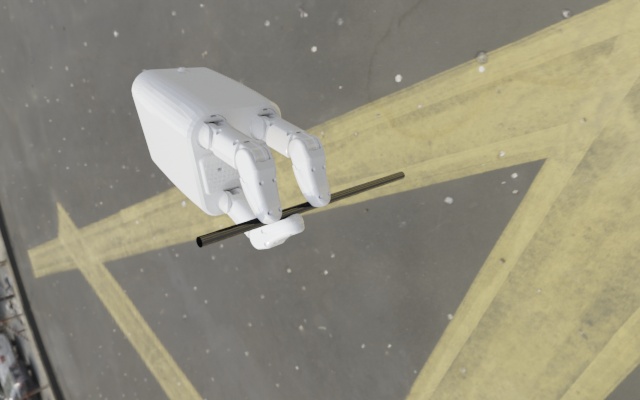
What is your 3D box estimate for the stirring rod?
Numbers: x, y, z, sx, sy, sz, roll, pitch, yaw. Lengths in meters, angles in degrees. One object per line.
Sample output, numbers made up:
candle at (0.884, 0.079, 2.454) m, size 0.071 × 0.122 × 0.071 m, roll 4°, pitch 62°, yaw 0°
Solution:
stirring rod at (0.000, 0.001, 0.411) m, size 0.011 × 0.011 × 0.239 m, roll 0°, pitch 13°, yaw 46°
